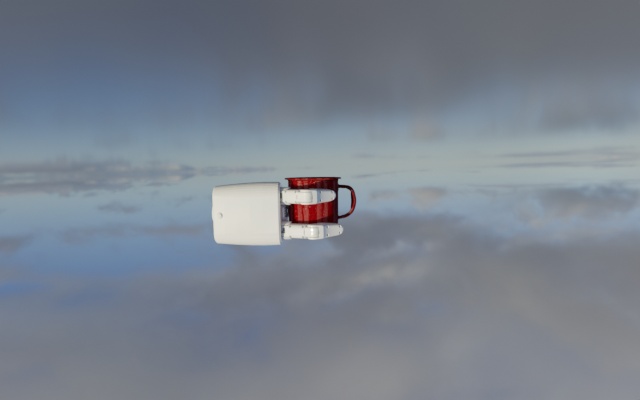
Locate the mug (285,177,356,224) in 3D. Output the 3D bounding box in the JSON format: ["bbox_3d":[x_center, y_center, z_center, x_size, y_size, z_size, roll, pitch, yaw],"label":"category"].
[{"bbox_3d":[0.002,0.003,0.785,0.117,0.081,0.093,-1,4,2],"label":"mug"}]
